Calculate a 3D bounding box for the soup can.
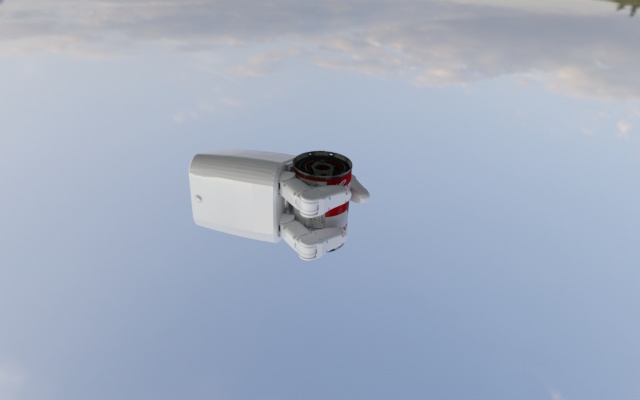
[{"bbox_3d":[0.001,0.002,0.560,0.068,0.102,0.068,2,29,-1],"label":"soup can"}]
